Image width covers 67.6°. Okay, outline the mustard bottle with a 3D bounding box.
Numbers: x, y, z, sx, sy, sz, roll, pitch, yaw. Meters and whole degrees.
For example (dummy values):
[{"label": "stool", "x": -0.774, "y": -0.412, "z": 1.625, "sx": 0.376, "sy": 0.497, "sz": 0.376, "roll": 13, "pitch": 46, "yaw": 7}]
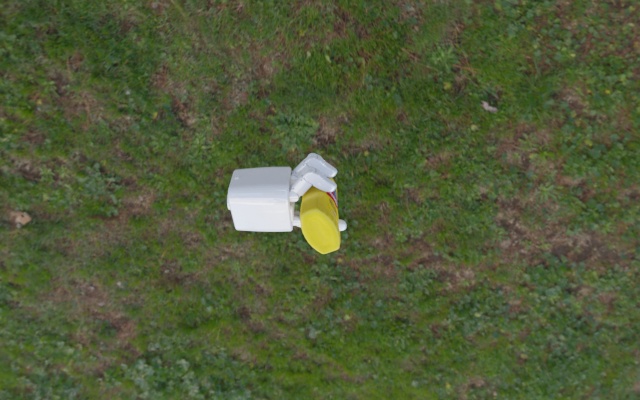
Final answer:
[{"label": "mustard bottle", "x": 0.000, "y": 0.003, "z": 0.866, "sx": 0.058, "sy": 0.096, "sz": 0.191, "roll": -22, "pitch": 30, "yaw": 14}]
